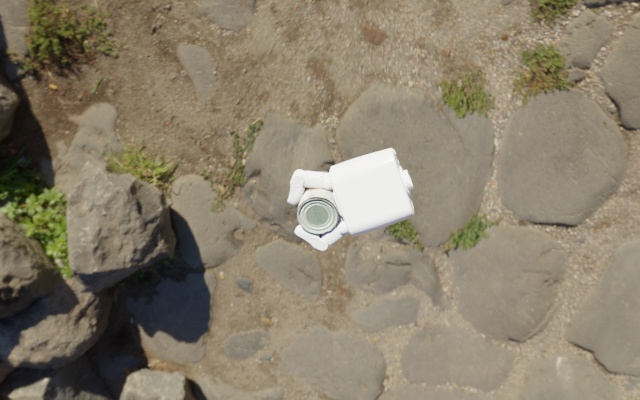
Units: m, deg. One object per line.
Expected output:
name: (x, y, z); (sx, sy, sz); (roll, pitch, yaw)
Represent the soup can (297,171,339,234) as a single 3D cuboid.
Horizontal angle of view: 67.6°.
soup can: (0.000, 0.003, 0.793); (0.068, 0.068, 0.102); (0, 27, 6)
